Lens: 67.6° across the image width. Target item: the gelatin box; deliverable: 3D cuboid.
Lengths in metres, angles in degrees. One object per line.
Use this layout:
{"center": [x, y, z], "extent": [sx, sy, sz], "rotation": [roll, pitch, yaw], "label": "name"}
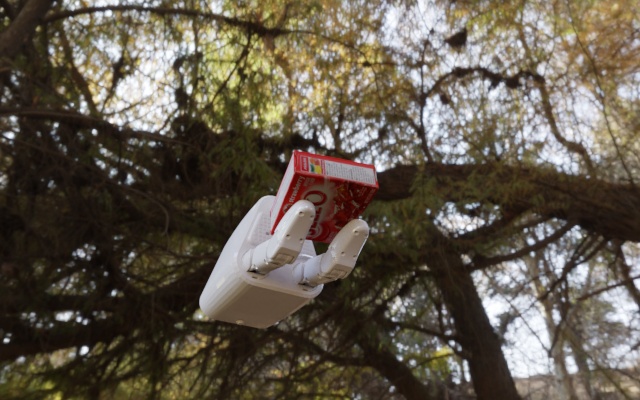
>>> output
{"center": [0.000, 0.001, 0.421], "extent": [0.073, 0.030, 0.089], "rotation": [10, -42, -16], "label": "gelatin box"}
